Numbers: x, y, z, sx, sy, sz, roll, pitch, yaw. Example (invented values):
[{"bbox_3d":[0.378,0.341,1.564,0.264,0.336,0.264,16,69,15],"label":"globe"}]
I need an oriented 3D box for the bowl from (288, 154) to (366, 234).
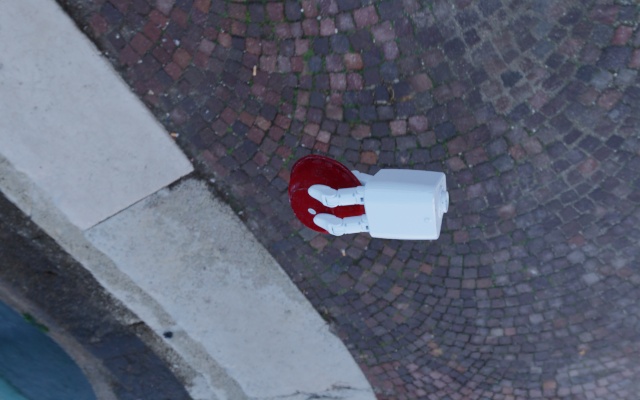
[{"bbox_3d":[-0.001,0.003,0.831,0.162,0.162,0.055,0,34,39],"label":"bowl"}]
